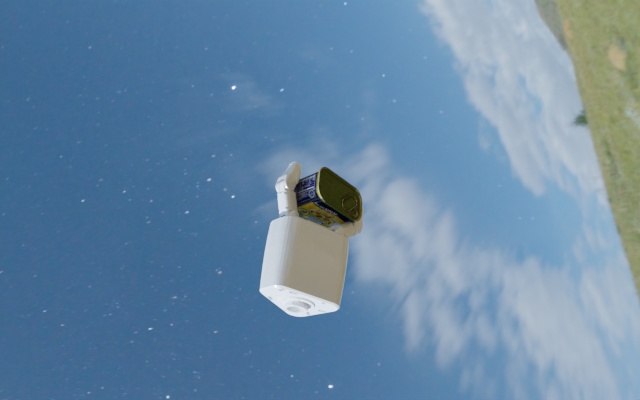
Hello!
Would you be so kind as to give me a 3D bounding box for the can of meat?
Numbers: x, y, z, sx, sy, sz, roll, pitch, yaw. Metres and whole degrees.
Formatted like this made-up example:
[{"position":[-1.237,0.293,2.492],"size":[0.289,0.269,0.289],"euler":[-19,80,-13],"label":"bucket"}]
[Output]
[{"position":[0.000,0.002,0.729],"size":[0.084,0.057,0.102],"euler":[-20,-38,37],"label":"can of meat"}]
